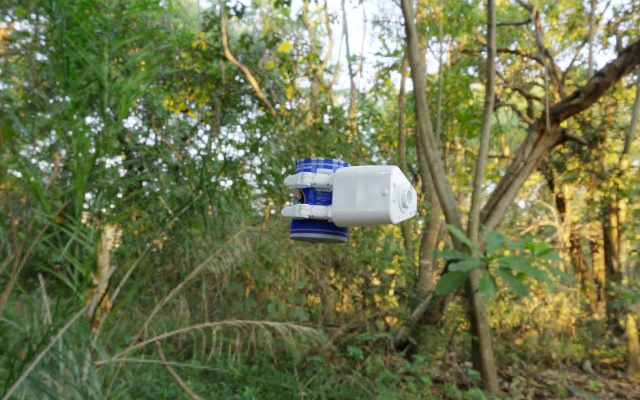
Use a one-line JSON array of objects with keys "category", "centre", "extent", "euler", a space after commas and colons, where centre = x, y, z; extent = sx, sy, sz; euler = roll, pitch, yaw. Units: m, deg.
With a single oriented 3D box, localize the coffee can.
[{"category": "coffee can", "centre": [0.000, 0.003, 0.862], "extent": [0.103, 0.140, 0.103], "euler": [4, -10, 1]}]
